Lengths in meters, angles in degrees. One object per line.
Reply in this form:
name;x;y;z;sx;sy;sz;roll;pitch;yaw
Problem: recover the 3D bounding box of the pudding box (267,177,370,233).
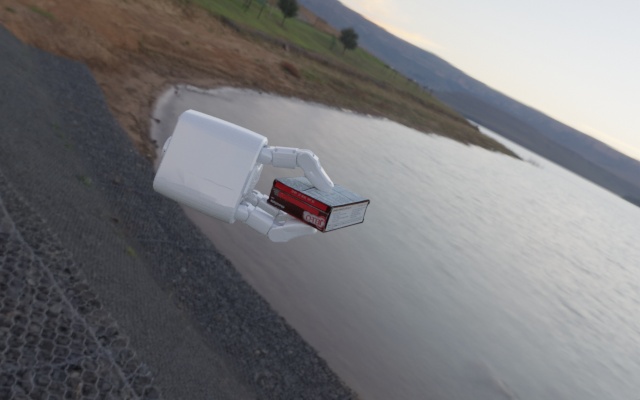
pudding box;0.000;0.002;0.616;0.090;0.039;0.113;27;19;26
